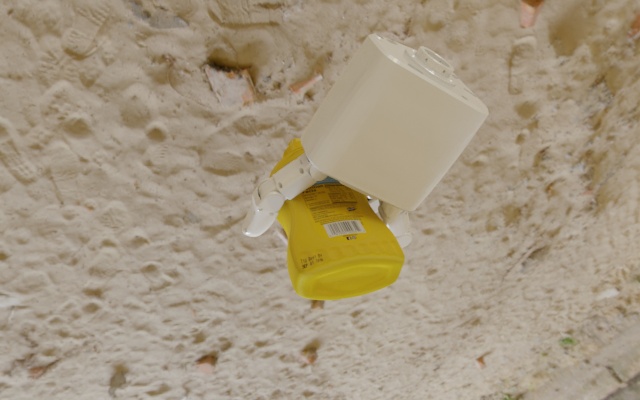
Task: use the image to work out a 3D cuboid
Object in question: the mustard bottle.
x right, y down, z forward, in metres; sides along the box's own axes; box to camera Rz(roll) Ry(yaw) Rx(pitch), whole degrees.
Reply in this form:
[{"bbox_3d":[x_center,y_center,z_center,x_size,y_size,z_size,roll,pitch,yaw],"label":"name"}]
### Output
[{"bbox_3d":[0.000,0.002,0.455,0.096,0.058,0.191,-7,44,-16],"label":"mustard bottle"}]
